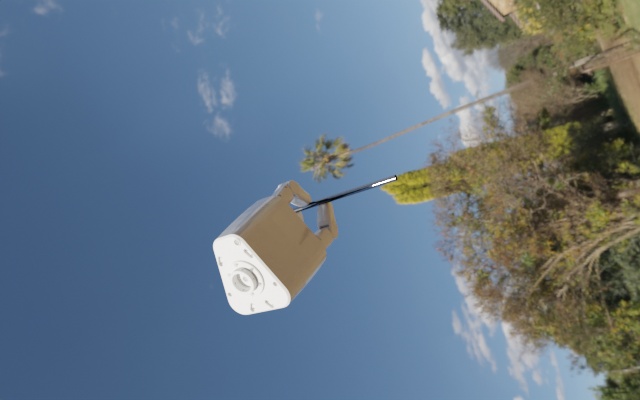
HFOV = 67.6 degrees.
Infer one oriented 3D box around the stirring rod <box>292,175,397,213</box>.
[{"bbox_3d":[0.000,0.002,0.685,0.239,0.011,0.011,-18,-9,30],"label":"stirring rod"}]
